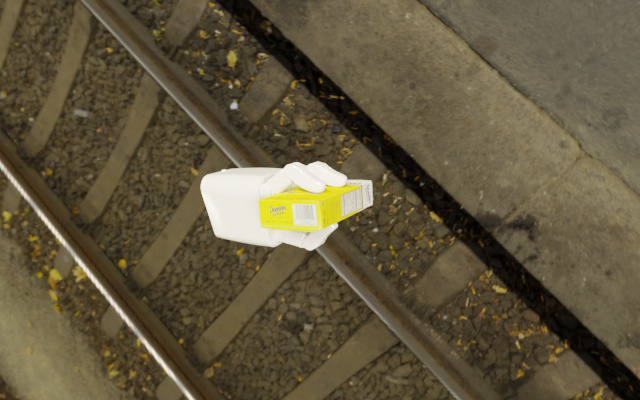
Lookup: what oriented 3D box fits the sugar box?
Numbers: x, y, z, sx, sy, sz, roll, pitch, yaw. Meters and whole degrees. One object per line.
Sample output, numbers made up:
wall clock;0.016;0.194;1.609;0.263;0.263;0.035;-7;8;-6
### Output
sugar box;0.000;0.002;0.680;0.093;0.048;0.176;2;14;27
